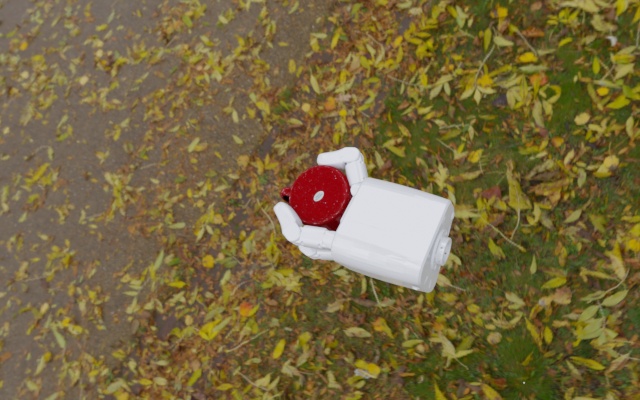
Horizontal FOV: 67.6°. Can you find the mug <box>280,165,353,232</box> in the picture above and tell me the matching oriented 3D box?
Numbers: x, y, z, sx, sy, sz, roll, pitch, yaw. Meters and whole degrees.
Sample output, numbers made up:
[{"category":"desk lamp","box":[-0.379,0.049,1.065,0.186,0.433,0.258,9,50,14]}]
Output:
[{"category":"mug","box":[-0.001,0.002,0.630,0.117,0.093,0.081,15,-13,26]}]
